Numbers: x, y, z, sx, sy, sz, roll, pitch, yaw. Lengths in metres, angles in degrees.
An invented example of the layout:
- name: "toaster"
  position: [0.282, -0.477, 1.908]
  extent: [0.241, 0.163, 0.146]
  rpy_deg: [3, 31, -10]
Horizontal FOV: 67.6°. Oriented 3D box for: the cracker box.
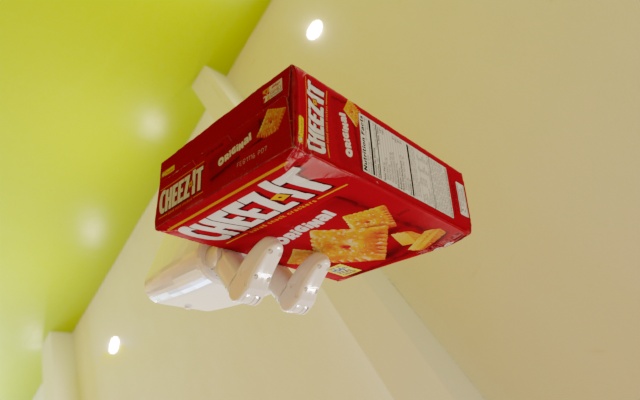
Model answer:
- name: "cracker box"
  position: [0.000, 0.001, 0.402]
  extent: [0.164, 0.072, 0.214]
  rpy_deg: [-26, -34, 37]
